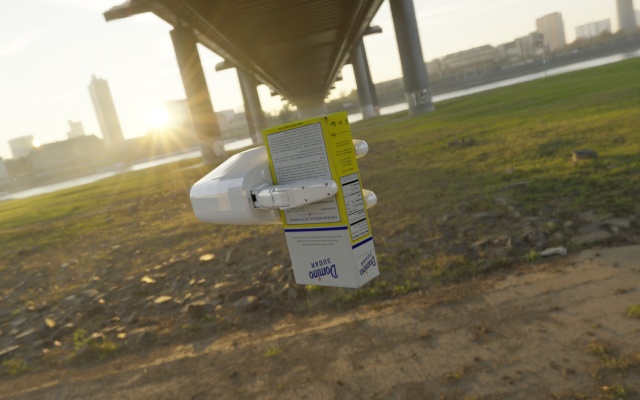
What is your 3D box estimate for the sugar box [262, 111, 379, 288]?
[{"bbox_3d":[0.000,0.001,0.507,0.093,0.176,0.048,-4,13,42],"label":"sugar box"}]
